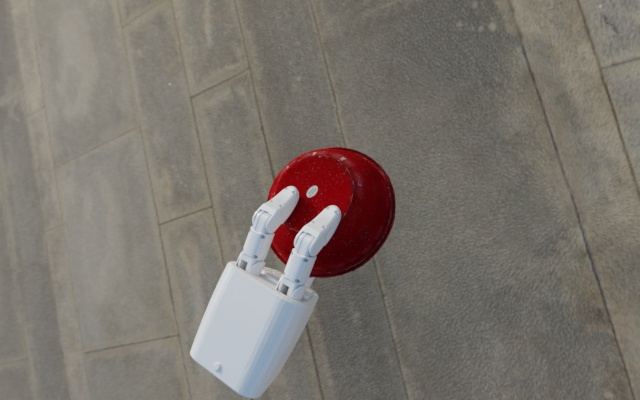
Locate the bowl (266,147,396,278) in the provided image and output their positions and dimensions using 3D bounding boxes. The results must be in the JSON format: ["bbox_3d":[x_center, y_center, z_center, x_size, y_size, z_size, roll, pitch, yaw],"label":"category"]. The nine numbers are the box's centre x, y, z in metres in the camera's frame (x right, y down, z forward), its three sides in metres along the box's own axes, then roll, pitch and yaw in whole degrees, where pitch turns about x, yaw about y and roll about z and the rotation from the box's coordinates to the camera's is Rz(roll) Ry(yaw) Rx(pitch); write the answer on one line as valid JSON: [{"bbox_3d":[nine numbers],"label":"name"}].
[{"bbox_3d":[0.000,0.000,0.537,0.162,0.162,0.055,0,-21,20],"label":"bowl"}]
